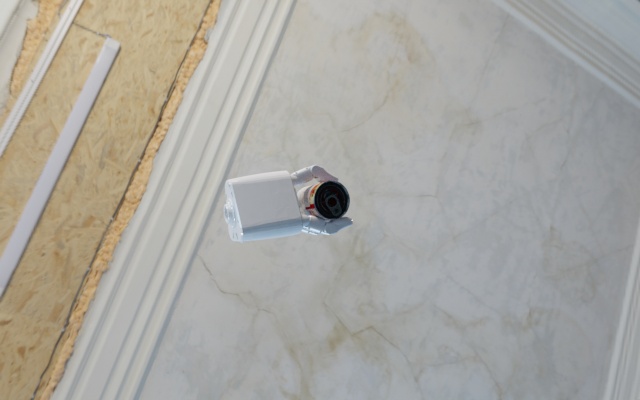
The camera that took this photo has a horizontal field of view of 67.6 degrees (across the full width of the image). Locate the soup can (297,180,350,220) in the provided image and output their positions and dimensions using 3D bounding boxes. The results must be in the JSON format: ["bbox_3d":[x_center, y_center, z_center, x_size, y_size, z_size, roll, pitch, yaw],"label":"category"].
[{"bbox_3d":[0.000,0.003,0.859,0.068,0.068,0.102,0,-4,-24],"label":"soup can"}]
